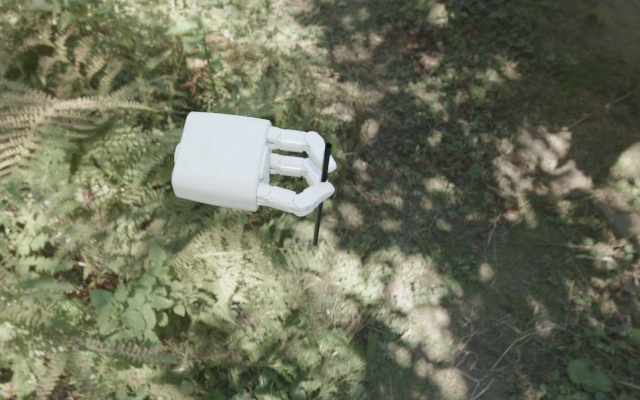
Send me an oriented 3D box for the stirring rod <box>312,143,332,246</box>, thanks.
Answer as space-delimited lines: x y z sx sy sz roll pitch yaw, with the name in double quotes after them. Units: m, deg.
0.000 0.002 0.651 0.011 0.011 0.240 0 -33 -5 "stirring rod"
